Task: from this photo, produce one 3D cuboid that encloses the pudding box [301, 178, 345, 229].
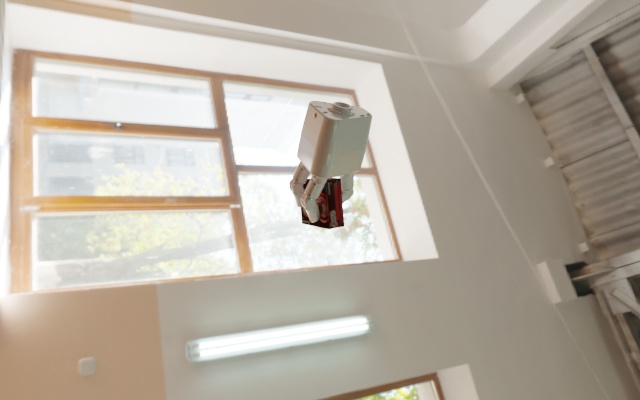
[{"bbox_3d":[0.000,0.003,0.892,0.039,0.090,0.113,-7,6,-26],"label":"pudding box"}]
